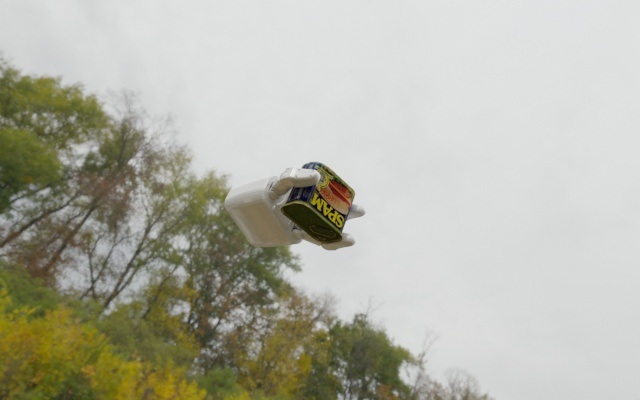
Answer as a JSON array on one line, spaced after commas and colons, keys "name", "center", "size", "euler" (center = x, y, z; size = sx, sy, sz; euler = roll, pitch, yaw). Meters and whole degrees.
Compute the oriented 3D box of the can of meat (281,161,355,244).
[{"name": "can of meat", "center": [0.000, 0.002, 0.724], "size": [0.057, 0.084, 0.102], "euler": [-16, -47, 45]}]
